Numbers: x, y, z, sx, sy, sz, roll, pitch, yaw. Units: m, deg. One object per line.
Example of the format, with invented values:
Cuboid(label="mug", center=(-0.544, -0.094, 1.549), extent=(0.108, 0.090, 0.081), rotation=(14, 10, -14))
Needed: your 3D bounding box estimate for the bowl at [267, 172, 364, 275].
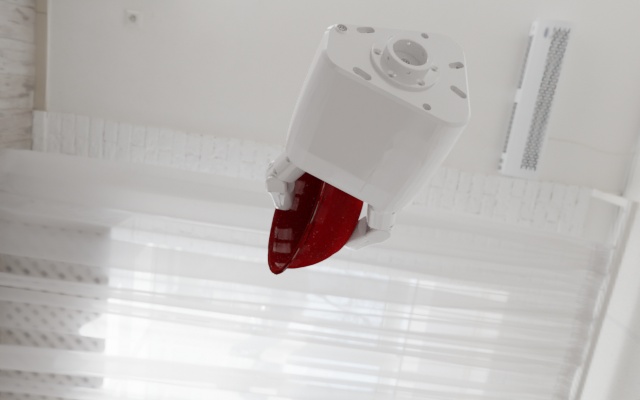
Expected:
Cuboid(label="bowl", center=(0.000, 0.002, 0.476), extent=(0.055, 0.162, 0.162), rotation=(19, -6, -17))
